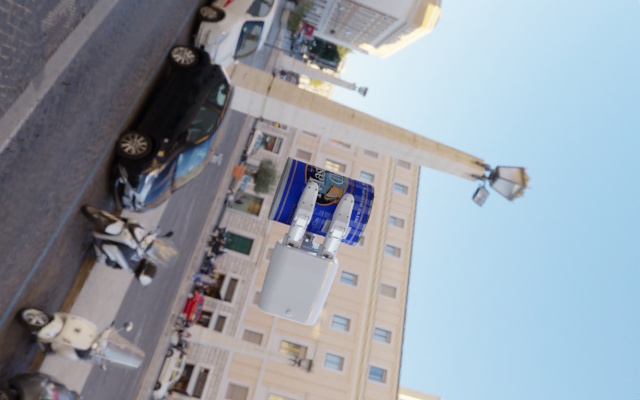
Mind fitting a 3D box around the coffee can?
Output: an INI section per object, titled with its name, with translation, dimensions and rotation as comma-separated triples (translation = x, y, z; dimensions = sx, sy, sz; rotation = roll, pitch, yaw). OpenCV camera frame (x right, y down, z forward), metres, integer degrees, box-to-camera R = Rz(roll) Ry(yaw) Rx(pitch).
[coffee can]
translation = 0.000, 0.002, 0.745
dimensions = 0.140, 0.103, 0.103
rotation = 18, -3, -8
